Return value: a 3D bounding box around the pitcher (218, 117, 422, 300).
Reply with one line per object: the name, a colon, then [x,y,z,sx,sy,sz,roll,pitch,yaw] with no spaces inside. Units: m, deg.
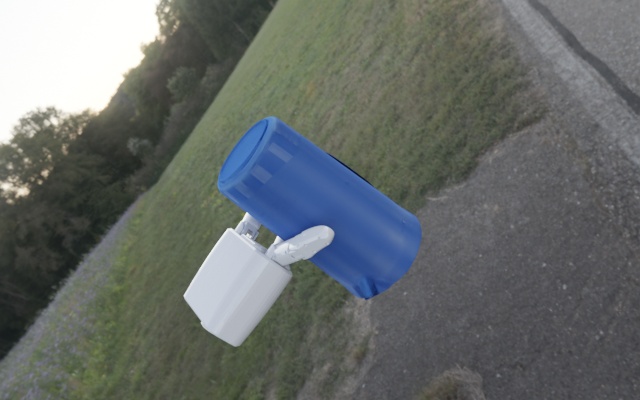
pitcher: [0.000,0.002,0.601,0.243,0.145,0.149,37,-6,-24]
